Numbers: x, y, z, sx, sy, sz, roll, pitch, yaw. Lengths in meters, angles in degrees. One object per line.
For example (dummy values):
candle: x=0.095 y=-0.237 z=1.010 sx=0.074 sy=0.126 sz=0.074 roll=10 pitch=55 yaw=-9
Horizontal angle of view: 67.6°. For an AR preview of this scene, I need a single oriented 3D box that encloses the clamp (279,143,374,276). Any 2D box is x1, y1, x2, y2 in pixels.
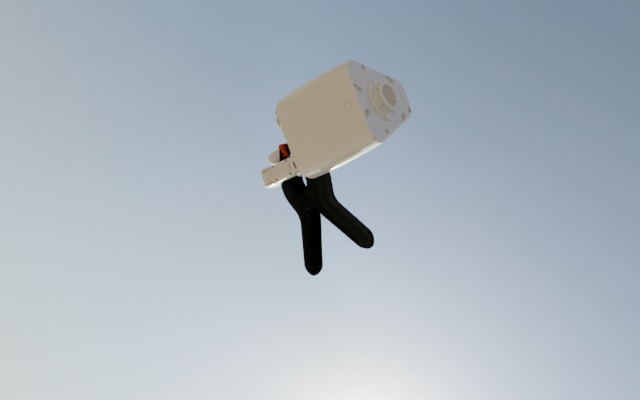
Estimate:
clamp: x=0.000 y=0.002 z=0.584 sx=0.120 sy=0.171 sz=0.039 roll=-21 pitch=-2 yaw=41
